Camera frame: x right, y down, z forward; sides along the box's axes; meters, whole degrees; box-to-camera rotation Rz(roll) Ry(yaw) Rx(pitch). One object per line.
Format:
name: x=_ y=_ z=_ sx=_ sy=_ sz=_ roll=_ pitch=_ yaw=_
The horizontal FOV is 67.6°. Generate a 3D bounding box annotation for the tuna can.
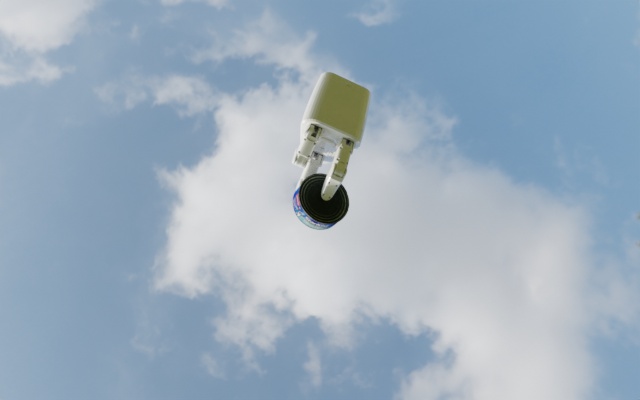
tuna can: x=0.000 y=0.003 z=0.753 sx=0.086 sy=0.086 sz=0.034 roll=0 pitch=-22 yaw=-25
